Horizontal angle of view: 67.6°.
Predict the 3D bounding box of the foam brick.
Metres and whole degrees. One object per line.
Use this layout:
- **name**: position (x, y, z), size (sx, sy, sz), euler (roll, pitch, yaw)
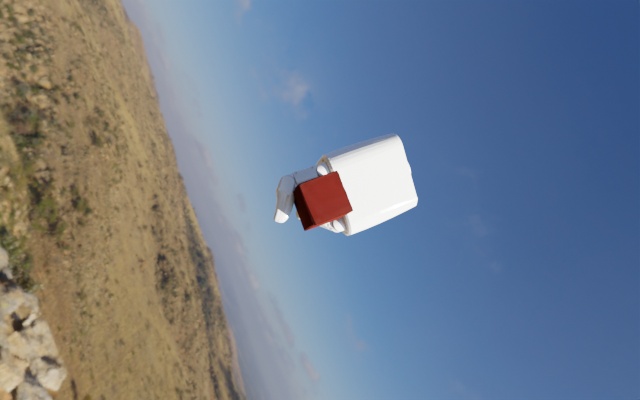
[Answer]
- **foam brick**: position (0.000, 0.002, 0.585), size (0.051, 0.053, 0.078), euler (-20, -4, -12)
